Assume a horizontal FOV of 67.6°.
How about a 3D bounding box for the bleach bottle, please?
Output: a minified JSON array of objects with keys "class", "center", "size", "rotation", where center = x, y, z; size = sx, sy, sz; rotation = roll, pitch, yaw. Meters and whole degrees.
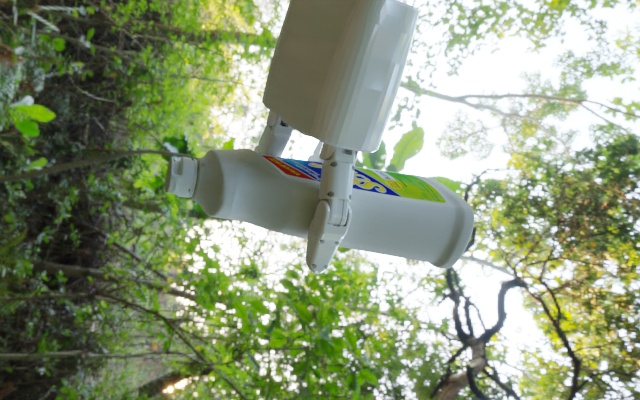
[{"class":"bleach bottle","center":[0.000,0.001,0.407],"size":[0.251,0.068,0.102],"rotation":[9,22,-24]}]
